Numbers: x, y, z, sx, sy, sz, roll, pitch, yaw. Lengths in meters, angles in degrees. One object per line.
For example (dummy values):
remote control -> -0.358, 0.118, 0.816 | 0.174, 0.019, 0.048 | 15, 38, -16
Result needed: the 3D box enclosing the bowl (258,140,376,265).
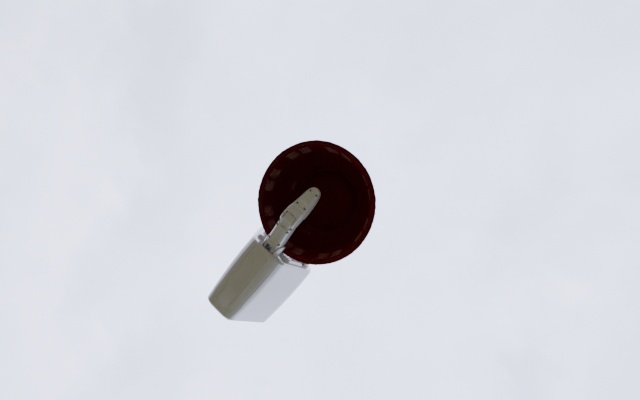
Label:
bowl -> 0.001, 0.001, 0.639 | 0.162, 0.162, 0.055 | 0, 2, 19
